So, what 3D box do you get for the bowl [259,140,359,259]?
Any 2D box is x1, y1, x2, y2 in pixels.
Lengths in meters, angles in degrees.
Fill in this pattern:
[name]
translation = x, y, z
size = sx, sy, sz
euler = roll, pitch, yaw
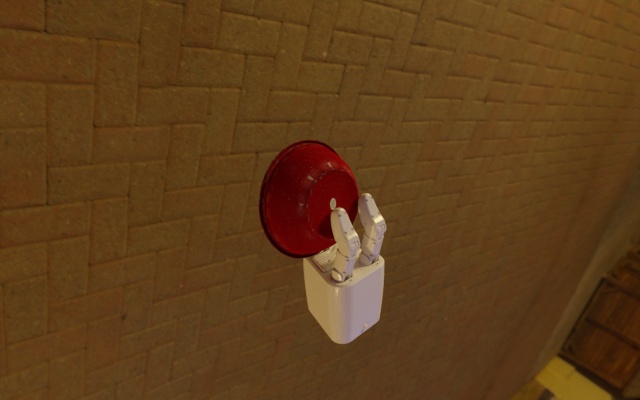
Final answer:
[bowl]
translation = 0.000, 0.001, 0.624
size = 0.162, 0.162, 0.055
euler = 0, 7, -43
